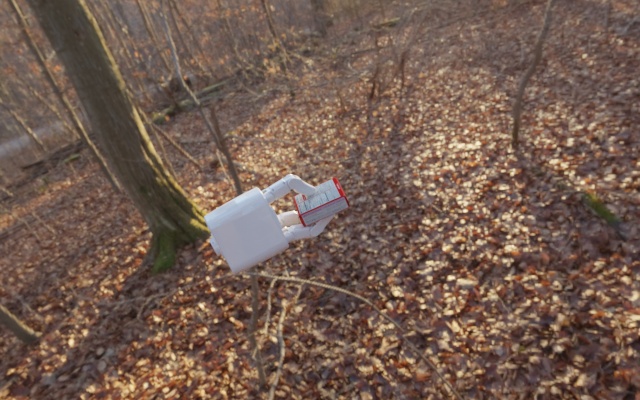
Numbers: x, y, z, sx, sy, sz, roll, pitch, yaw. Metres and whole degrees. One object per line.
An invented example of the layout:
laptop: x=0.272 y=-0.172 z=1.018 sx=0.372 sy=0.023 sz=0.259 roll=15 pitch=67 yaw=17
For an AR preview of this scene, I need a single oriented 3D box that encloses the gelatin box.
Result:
gelatin box: x=0.000 y=0.002 z=0.845 sx=0.089 sy=0.030 sz=0.073 roll=-25 pitch=30 yaw=2
